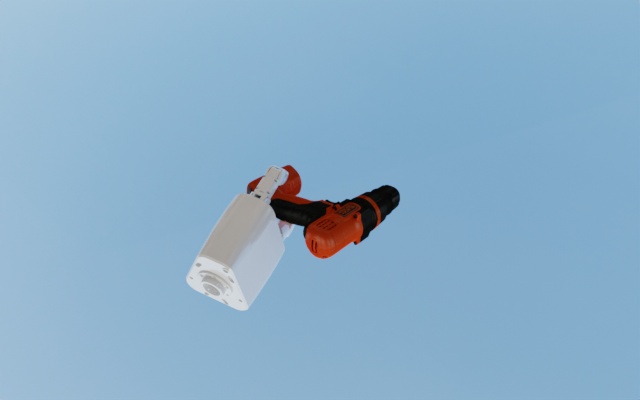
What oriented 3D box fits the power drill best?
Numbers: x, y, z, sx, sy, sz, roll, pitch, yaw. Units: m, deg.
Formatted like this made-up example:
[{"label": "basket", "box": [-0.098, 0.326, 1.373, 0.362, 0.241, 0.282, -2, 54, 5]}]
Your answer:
[{"label": "power drill", "box": [0.000, 0.002, 0.695, 0.187, 0.057, 0.184, 20, 33, 36]}]
